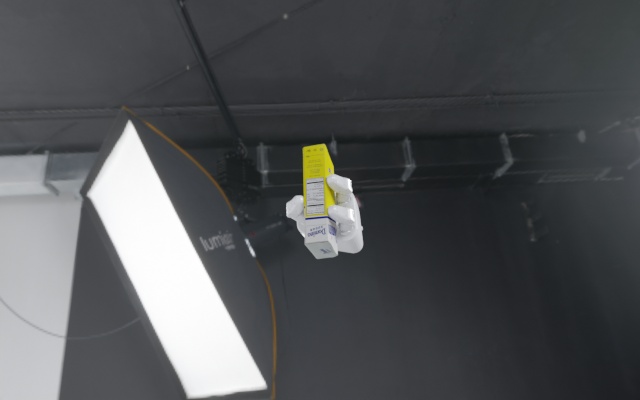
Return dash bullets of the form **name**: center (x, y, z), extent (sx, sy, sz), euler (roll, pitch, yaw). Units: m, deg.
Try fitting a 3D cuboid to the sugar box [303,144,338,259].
- **sugar box**: center (0.001, 0.003, 0.818), extent (0.048, 0.176, 0.093), euler (-9, -23, 9)
